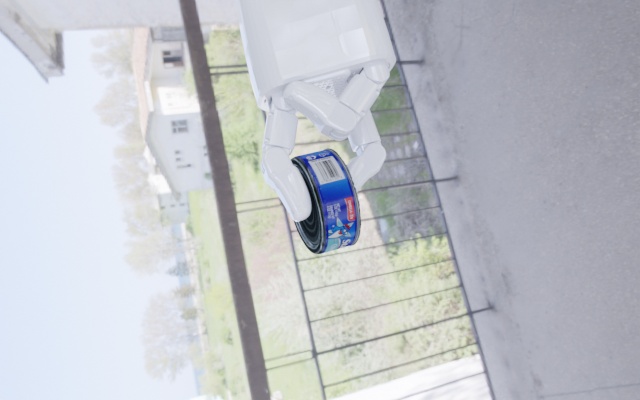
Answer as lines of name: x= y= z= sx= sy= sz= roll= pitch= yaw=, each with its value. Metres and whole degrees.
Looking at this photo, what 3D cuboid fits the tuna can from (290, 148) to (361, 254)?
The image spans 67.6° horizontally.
tuna can: x=0.000 y=0.002 z=0.403 sx=0.034 sy=0.086 sz=0.086 roll=-15 pitch=5 yaw=-19
